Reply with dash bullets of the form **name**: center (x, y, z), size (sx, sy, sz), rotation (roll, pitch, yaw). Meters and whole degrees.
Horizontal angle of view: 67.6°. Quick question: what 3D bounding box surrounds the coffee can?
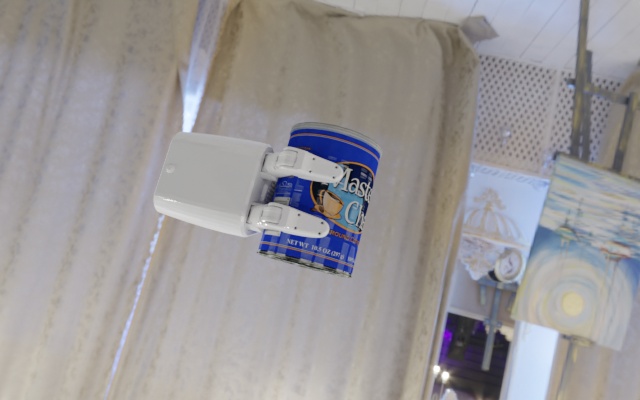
- **coffee can**: center (0.000, 0.002, 0.509), size (0.103, 0.140, 0.103), rotation (14, -10, 3)
